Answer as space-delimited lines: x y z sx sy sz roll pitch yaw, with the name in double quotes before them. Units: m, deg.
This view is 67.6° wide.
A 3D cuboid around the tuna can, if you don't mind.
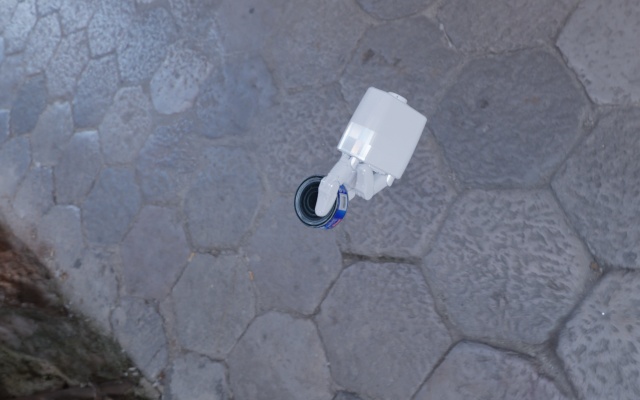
"tuna can" 0.000 0.002 0.752 0.086 0.086 0.034 0 -6 33
